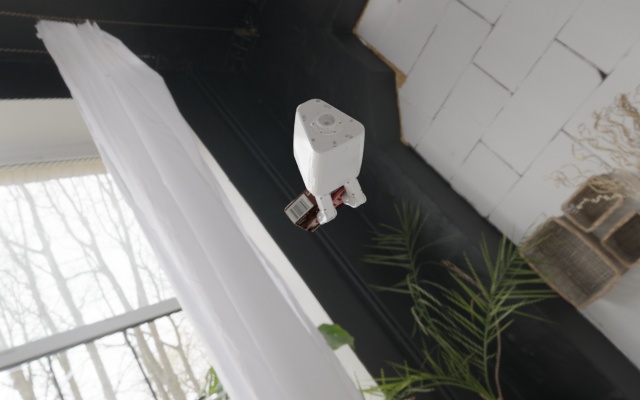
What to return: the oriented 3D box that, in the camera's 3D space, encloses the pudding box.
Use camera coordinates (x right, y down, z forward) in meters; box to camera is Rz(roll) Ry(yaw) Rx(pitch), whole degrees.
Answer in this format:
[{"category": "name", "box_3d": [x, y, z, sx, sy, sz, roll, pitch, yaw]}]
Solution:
[{"category": "pudding box", "box_3d": [0.000, 0.003, 0.857, 0.113, 0.039, 0.090, -41, -24, 5]}]
